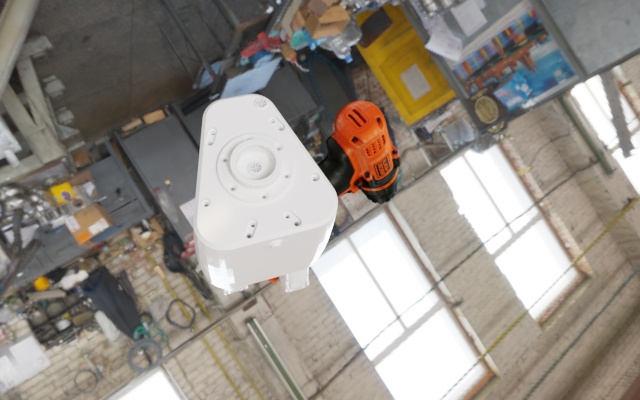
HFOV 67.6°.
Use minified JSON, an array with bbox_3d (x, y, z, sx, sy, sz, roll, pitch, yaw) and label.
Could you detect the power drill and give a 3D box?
[{"bbox_3d":[0.000,0.002,0.489,0.187,0.057,0.184,-41,-26,-3],"label":"power drill"}]
